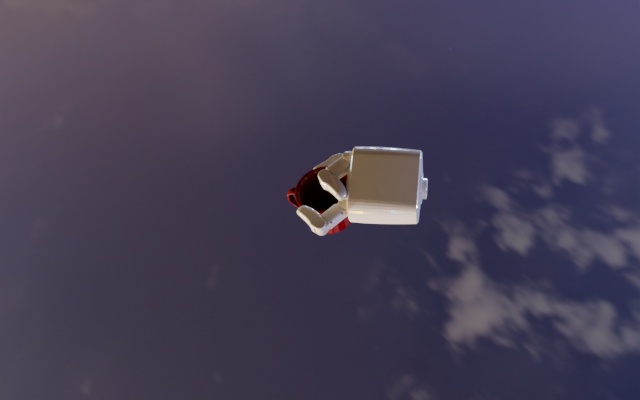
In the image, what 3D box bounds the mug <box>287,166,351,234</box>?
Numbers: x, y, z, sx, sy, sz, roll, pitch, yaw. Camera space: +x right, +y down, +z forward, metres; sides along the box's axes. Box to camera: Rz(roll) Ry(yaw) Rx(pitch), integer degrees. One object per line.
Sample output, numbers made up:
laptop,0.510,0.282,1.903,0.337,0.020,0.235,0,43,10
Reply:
mug,-0.001,0.003,0.807,0.117,0.093,0.082,5,-32,17
